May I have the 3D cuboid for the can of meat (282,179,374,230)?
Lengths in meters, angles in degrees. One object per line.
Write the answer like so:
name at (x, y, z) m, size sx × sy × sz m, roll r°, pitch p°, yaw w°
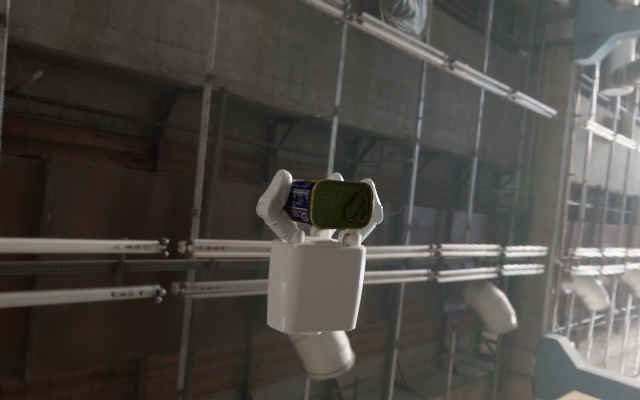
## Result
can of meat at (0.000, 0.002, 0.587) m, size 0.102 × 0.057 × 0.084 m, roll 2°, pitch 4°, yaw -43°
